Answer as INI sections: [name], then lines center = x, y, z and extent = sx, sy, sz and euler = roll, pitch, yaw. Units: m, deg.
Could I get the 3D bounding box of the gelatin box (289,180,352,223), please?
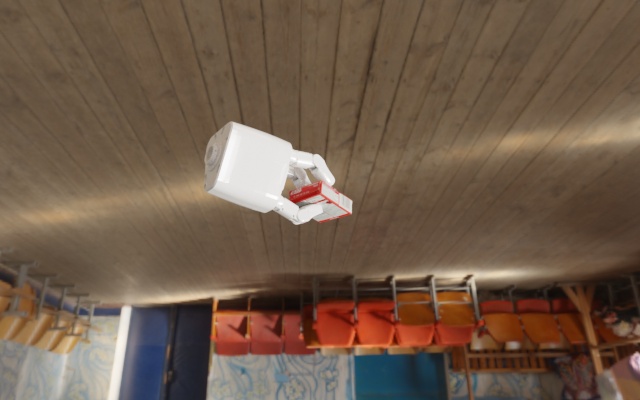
[gelatin box]
center = 0.000, 0.003, 0.826
extent = 0.073, 0.030, 0.089
euler = -18, -36, 37
